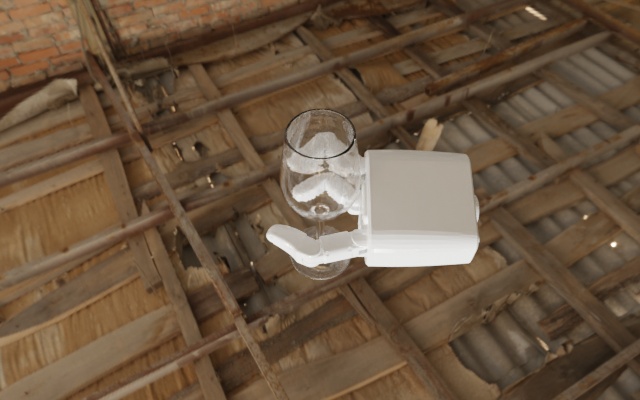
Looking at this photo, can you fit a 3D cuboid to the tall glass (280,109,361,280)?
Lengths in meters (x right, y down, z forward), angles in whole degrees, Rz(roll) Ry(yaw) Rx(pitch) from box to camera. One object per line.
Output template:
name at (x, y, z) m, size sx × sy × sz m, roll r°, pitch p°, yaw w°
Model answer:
tall glass at (0.000, 0.002, 0.489) m, size 0.079 × 0.079 × 0.201 m, roll 0°, pitch -37°, yaw 1°
